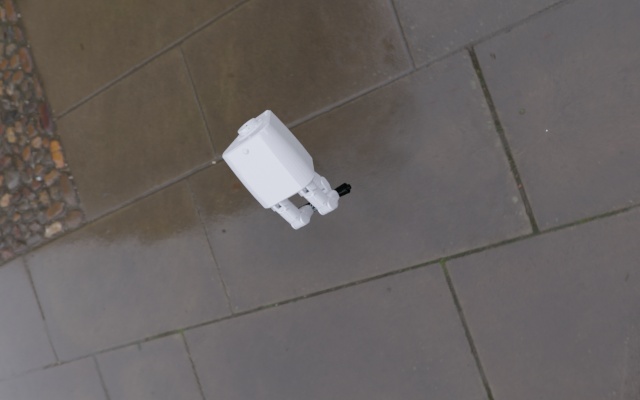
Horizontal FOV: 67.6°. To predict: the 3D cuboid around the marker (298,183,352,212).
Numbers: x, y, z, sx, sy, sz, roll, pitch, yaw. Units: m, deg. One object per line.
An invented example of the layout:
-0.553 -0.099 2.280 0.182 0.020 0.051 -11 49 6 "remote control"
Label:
0.000 0.003 0.801 0.121 0.020 0.020 -29 -14 26 "marker"
